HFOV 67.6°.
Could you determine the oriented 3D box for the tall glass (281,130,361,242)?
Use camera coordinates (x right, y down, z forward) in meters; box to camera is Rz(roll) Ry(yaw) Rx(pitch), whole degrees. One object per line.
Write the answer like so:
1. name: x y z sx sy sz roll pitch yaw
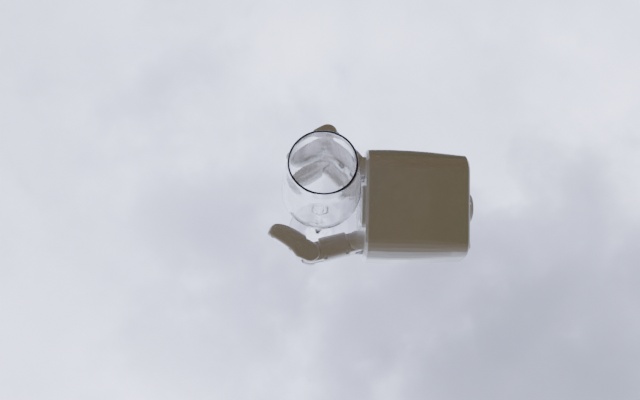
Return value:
1. tall glass: 0.000 0.002 0.502 0.079 0.079 0.201 0 -21 -1
